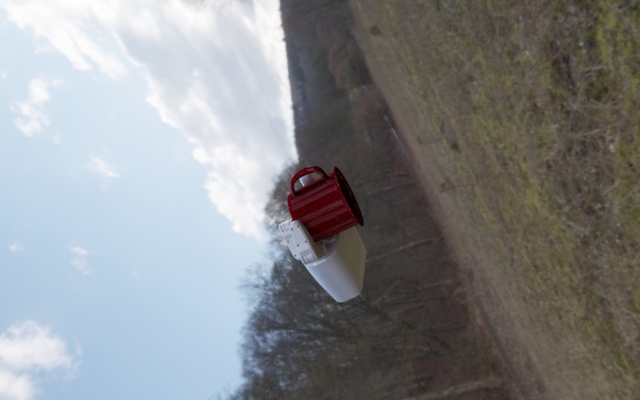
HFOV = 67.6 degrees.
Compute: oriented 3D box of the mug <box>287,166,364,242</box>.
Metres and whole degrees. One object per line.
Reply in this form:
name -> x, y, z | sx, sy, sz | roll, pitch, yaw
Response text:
mug -> -0.001, 0.001, 0.675 | 0.081, 0.117, 0.093 | -25, 36, 12
